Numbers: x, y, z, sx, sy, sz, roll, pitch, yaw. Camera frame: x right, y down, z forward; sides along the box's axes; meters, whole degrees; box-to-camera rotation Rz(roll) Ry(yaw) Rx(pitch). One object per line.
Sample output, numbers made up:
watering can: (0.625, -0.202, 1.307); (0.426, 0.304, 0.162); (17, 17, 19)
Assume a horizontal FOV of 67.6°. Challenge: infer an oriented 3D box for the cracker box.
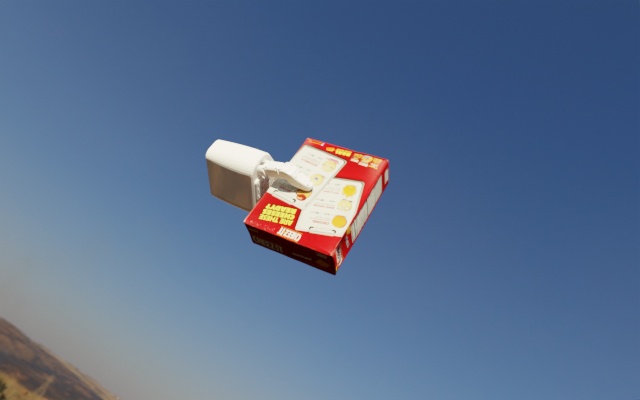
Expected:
cracker box: (0.000, 0.002, 0.813); (0.164, 0.213, 0.072); (18, -34, 23)
